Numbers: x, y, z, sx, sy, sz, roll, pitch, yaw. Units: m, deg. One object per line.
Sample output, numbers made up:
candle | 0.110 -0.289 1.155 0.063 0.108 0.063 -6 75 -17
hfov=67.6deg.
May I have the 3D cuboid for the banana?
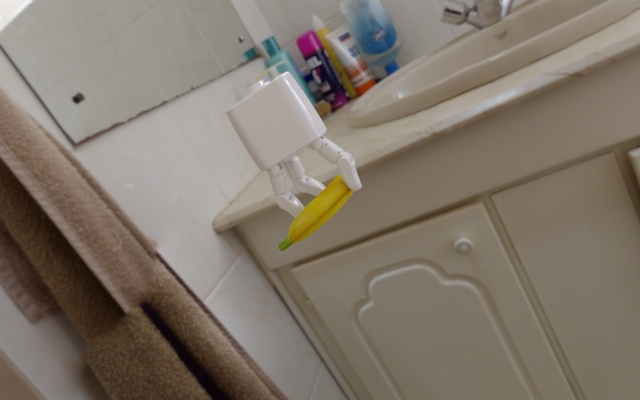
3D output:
banana | 0.009 0.001 0.736 0.197 0.037 0.069 -44 15 -35
